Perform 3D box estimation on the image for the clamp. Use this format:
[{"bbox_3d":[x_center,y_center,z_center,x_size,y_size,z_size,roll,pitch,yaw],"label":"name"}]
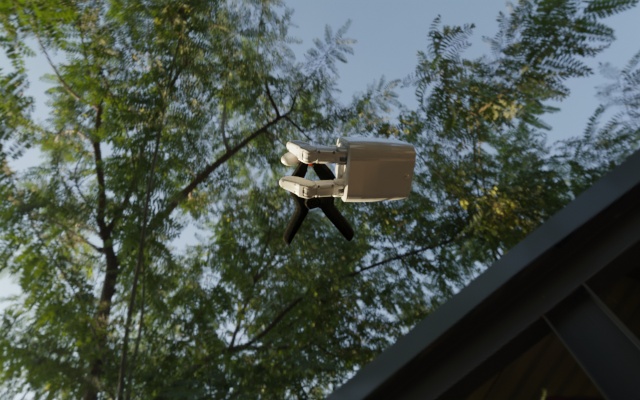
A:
[{"bbox_3d":[0.000,0.002,0.788,0.120,0.172,0.039,1,30,-6],"label":"clamp"}]
